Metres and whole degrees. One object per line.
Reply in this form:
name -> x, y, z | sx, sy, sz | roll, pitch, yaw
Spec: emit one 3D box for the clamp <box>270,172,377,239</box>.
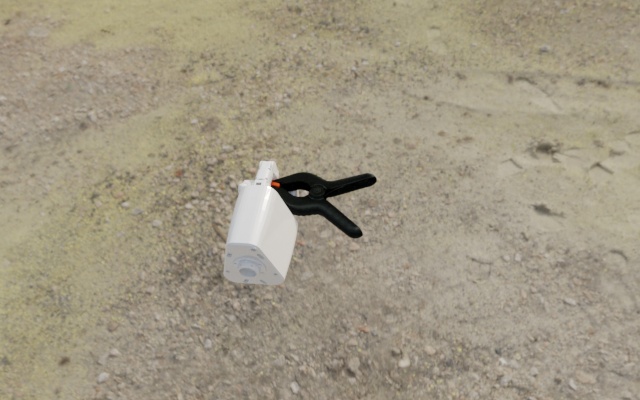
clamp -> 0.000, 0.002, 0.749 | 0.171, 0.120, 0.039 | 2, -42, 8
